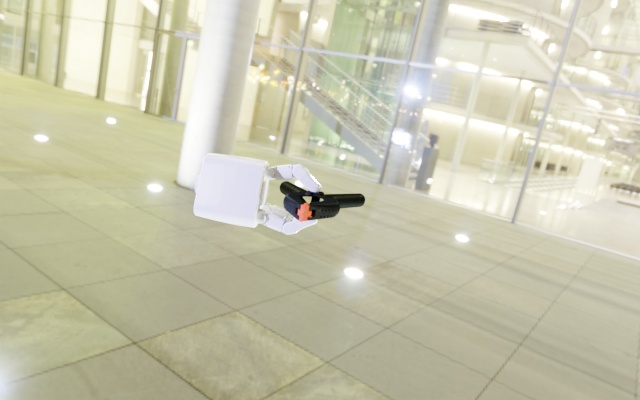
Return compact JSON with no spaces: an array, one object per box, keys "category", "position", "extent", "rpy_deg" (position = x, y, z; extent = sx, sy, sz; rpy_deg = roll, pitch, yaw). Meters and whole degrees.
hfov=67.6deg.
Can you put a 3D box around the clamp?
[{"category":"clamp","position":[0.000,0.002,0.825],"extent":[0.164,0.036,0.210],"rpy_deg":[7,11,1]}]
